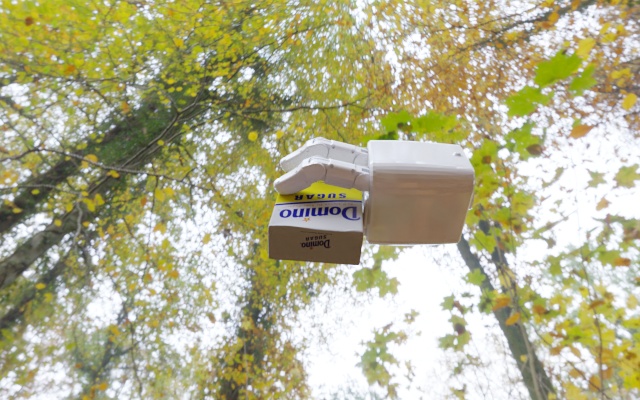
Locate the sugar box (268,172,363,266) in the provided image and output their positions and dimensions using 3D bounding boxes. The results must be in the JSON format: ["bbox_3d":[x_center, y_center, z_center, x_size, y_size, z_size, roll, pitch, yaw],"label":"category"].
[{"bbox_3d":[0.000,0.001,0.532,0.093,0.048,0.176,4,27,1],"label":"sugar box"}]
